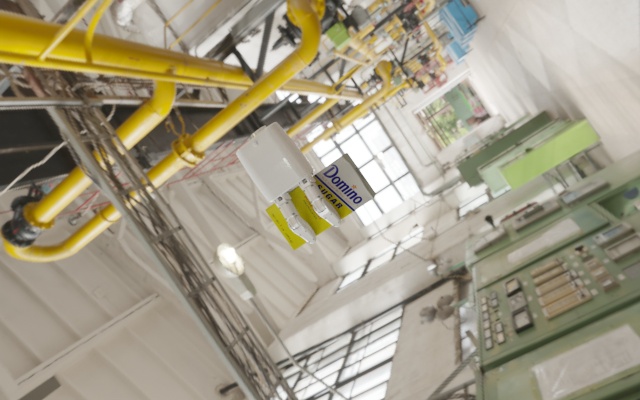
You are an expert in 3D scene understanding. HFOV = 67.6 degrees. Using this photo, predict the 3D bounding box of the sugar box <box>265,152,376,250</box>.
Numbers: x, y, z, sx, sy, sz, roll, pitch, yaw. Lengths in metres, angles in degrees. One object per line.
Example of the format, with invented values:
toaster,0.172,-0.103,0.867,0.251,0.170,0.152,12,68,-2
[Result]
sugar box,0.000,0.003,0.843,0.176,0.093,0.048,-35,3,19
